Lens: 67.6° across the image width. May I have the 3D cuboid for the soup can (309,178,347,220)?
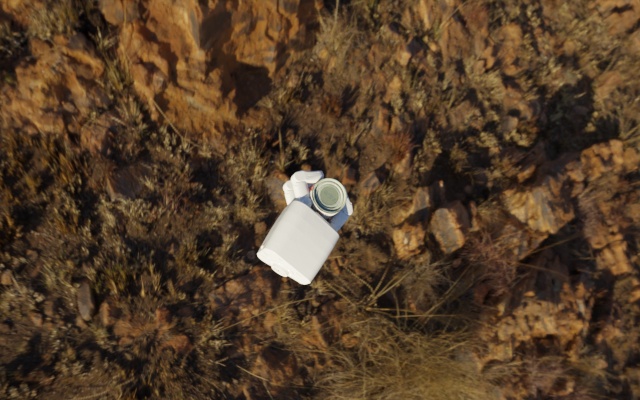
[{"bbox_3d":[0.001,0.003,0.895,0.068,0.068,0.102,0,-14,-20],"label":"soup can"}]
